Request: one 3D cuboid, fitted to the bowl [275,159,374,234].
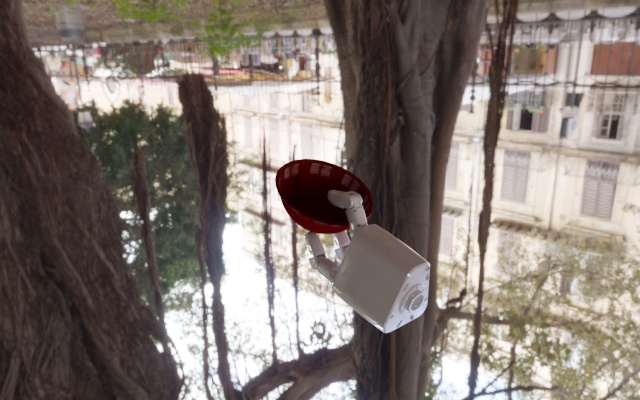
[{"bbox_3d":[-0.001,0.002,0.762,0.162,0.055,0.162,13,38,-11],"label":"bowl"}]
